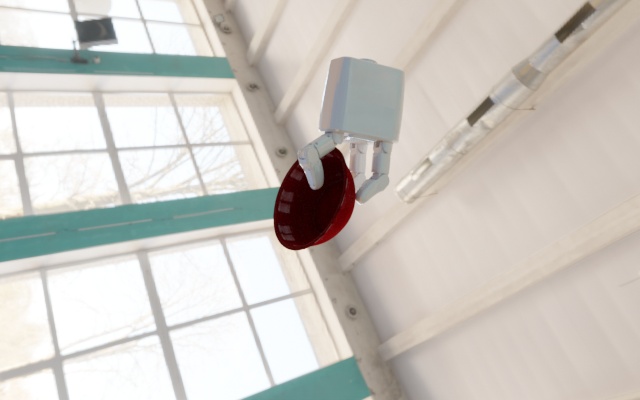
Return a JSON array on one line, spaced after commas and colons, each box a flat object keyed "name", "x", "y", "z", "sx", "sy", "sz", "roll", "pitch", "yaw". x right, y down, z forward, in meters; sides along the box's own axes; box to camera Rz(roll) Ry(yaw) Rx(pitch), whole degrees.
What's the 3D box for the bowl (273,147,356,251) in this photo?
[{"name": "bowl", "x": 0.000, "y": 0.004, "z": 0.697, "sx": 0.055, "sy": 0.162, "sz": 0.162, "roll": 24, "pitch": -15, "yaw": -36}]
